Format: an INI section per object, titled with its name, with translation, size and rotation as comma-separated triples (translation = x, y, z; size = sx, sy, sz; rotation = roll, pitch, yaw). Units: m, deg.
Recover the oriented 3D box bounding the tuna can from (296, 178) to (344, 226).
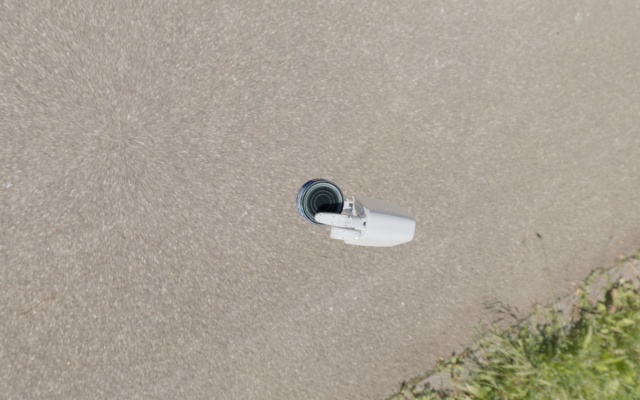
[tuna can]
translation = 0.000, 0.003, 0.883
size = 0.086, 0.086, 0.033
rotation = 0, 6, -17
